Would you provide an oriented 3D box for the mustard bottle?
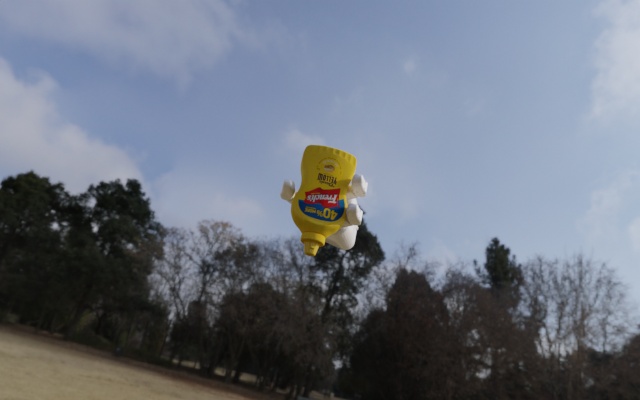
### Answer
[{"bbox_3d":[0.000,0.002,0.819,0.096,0.191,0.058,15,-22,-7],"label":"mustard bottle"}]
